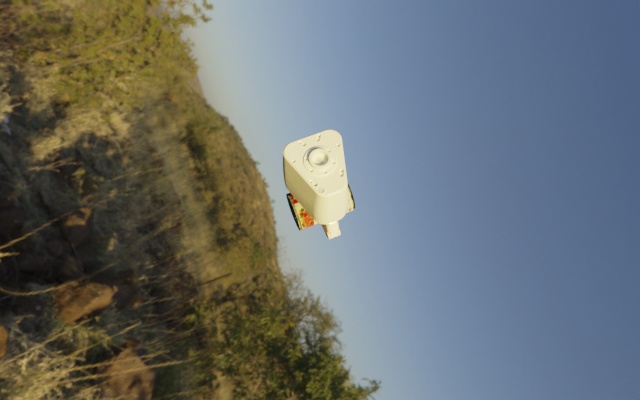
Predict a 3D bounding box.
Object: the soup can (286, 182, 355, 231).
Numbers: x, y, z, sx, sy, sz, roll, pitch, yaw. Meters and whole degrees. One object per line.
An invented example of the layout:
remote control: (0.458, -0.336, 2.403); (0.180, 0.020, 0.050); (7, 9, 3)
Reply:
soup can: (0.000, 0.003, 0.820); (0.102, 0.068, 0.068); (-21, 3, -9)
